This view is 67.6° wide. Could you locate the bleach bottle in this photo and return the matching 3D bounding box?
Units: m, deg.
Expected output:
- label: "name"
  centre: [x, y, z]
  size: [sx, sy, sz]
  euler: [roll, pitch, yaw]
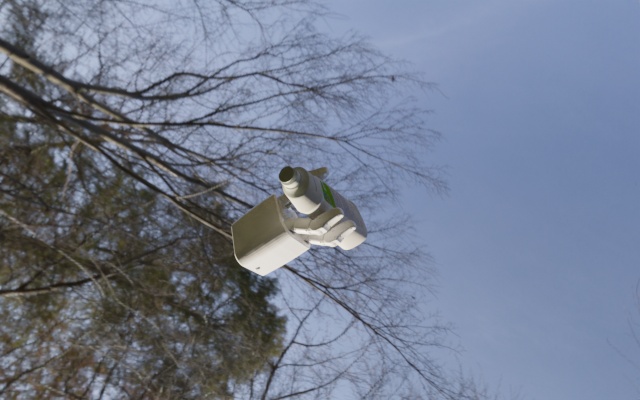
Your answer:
- label: "bleach bottle"
  centre: [0.000, 0.003, 0.843]
  size: [0.068, 0.102, 0.251]
  euler: [-33, -35, 11]
